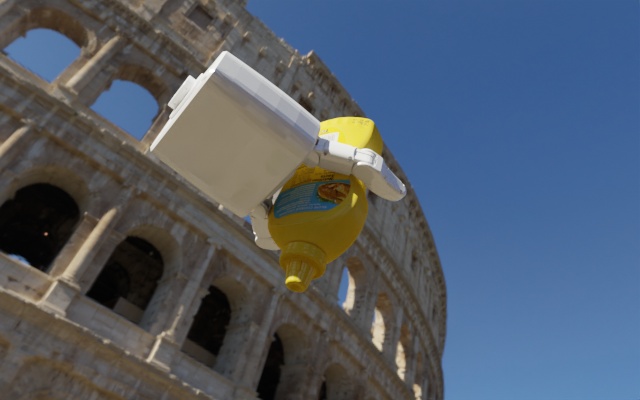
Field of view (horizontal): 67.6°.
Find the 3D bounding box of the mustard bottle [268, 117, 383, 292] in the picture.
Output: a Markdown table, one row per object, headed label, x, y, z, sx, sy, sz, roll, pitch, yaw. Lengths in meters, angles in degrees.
| label | x | y | z | sx | sy | sz | roll | pitch | yaw |
| --- | --- | --- | --- | --- | --- | --- | --- | --- | --- |
| mustard bottle | 0.000 | 0.002 | 0.457 | 0.096 | 0.191 | 0.058 | -9 | -47 | 27 |
